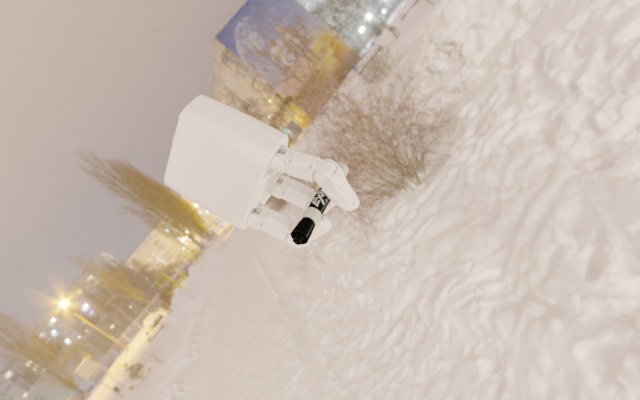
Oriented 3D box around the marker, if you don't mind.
[{"bbox_3d":[0.000,0.002,0.499,0.020,0.020,0.121,0,39,30],"label":"marker"}]
